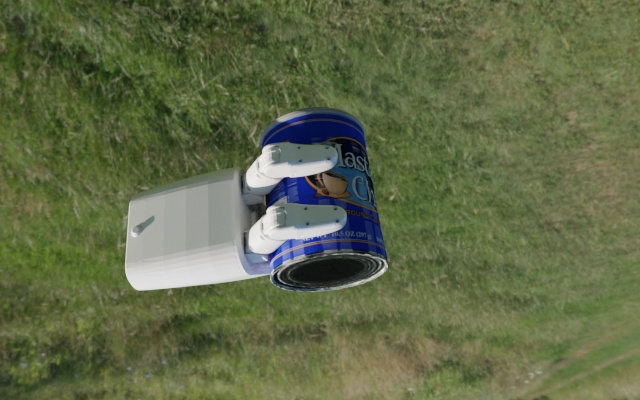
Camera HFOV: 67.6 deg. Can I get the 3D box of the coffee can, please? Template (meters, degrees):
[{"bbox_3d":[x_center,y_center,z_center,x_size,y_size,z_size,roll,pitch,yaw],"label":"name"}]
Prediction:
[{"bbox_3d":[0.000,0.001,0.440,0.103,0.140,0.103,-6,-26,-3],"label":"coffee can"}]
